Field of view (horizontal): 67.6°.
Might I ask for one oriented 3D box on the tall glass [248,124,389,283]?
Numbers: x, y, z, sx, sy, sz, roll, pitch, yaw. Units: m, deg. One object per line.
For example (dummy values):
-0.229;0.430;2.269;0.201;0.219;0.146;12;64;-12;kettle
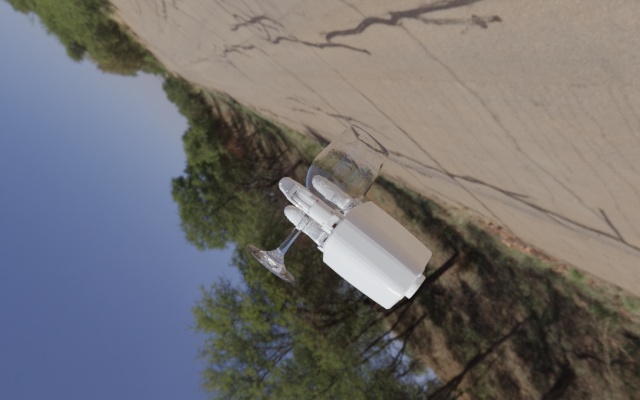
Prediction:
0.000;0.002;0.598;0.079;0.201;0.079;38;1;0;tall glass
